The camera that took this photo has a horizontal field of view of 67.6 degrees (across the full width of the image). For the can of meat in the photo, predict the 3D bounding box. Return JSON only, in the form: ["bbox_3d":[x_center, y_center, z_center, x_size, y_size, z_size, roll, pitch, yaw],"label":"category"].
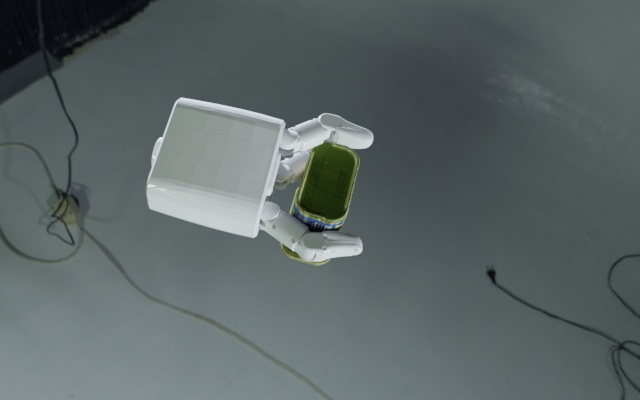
[{"bbox_3d":[0.000,0.002,0.495,0.057,0.102,0.084,17,-36,-2],"label":"can of meat"}]
